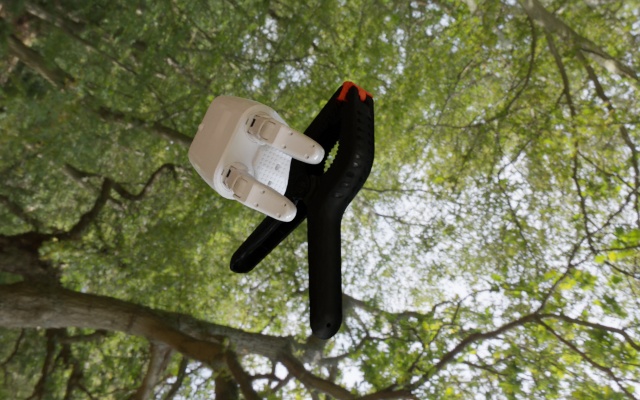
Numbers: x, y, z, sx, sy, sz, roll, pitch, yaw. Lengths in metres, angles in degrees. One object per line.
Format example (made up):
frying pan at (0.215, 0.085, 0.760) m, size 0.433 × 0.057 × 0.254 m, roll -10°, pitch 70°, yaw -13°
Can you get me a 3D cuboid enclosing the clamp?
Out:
clamp at (0.001, 0.001, 0.411) m, size 0.036 × 0.210 × 0.164 m, roll 23°, pitch 5°, yaw -38°
